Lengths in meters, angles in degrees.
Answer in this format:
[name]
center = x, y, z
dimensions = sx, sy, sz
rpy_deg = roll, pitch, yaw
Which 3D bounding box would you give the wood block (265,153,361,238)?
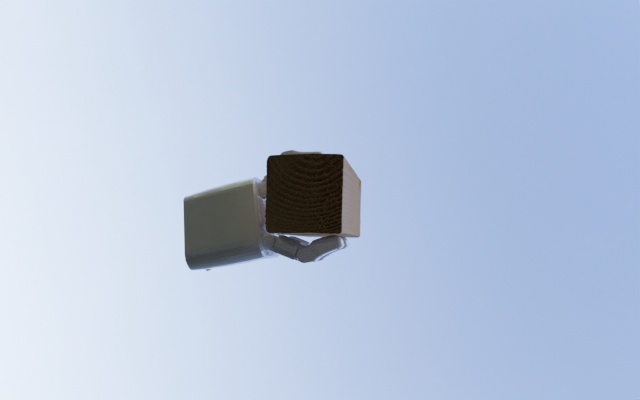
[wood block]
center = 0.000, 0.002, 0.629
dimensions = 0.090, 0.091, 0.206
rpy_deg = 0, -5, 10
